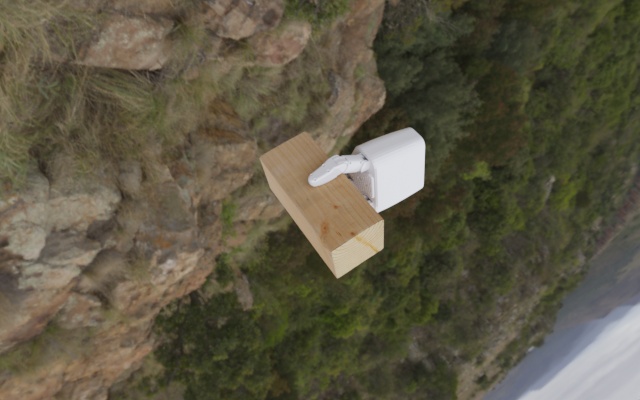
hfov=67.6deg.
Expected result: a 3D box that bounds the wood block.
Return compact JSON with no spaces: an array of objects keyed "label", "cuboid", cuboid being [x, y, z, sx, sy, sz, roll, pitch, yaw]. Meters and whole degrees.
[{"label":"wood block","cuboid":[0.000,0.002,0.738,0.090,0.206,0.091,-31,-32,-13]}]
